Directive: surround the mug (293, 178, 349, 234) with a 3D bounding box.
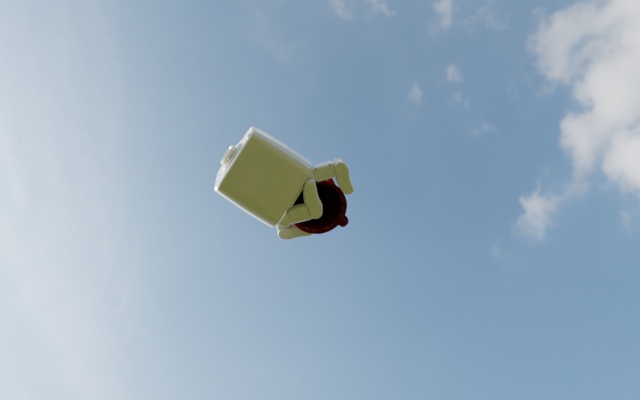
[{"bbox_3d":[0.001,0.003,0.793,0.117,0.093,0.081,34,14,-20],"label":"mug"}]
